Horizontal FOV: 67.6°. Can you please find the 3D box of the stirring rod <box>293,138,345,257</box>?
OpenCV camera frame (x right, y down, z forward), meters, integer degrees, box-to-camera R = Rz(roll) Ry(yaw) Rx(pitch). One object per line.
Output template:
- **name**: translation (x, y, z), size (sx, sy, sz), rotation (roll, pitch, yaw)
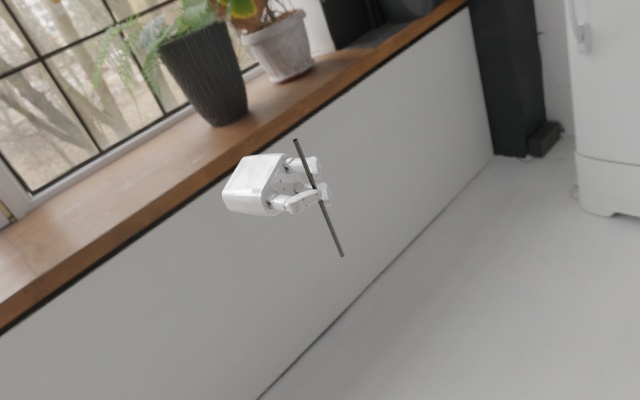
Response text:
- **stirring rod**: translation (0.000, 0.003, 0.801), size (0.011, 0.240, 0.011), rotation (-17, 30, 10)
